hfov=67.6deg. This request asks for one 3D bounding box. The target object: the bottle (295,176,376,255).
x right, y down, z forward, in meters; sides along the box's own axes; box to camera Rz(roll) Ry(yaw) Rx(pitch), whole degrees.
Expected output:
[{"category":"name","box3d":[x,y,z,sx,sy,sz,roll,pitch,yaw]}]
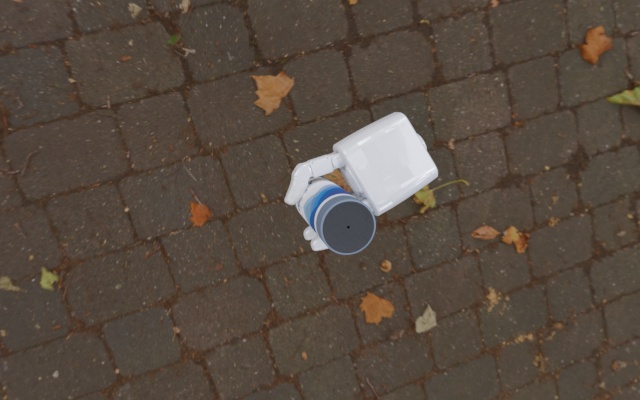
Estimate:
[{"category":"bottle","box3d":[0.000,0.002,0.687,0.069,0.069,0.295,0,11,-13]}]
